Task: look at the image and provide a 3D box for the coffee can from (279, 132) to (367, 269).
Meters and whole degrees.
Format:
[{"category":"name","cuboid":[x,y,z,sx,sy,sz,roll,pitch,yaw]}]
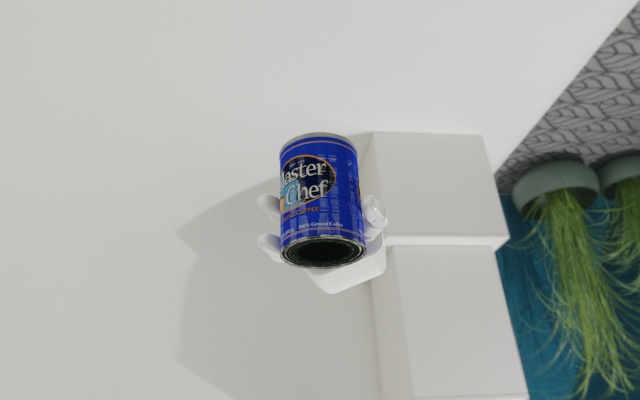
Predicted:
[{"category":"coffee can","cuboid":[0.000,0.002,0.591,0.103,0.140,0.103,-2,-28,-1]}]
